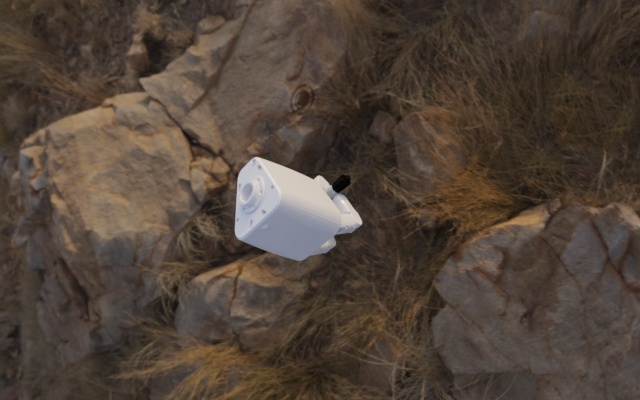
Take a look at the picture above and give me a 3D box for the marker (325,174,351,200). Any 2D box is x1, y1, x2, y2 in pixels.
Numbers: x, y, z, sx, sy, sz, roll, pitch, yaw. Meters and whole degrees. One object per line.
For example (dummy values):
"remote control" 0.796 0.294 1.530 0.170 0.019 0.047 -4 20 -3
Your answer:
"marker" 0.000 0.002 0.707 0.121 0.020 0.020 -42 -22 27
